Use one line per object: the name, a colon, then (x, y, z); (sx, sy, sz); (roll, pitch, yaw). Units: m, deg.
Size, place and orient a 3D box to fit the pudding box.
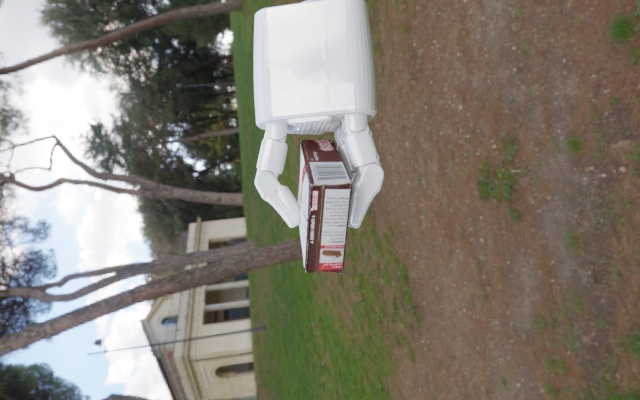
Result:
pudding box: (0.000, 0.001, 0.453); (0.039, 0.090, 0.113); (0, 26, -6)
